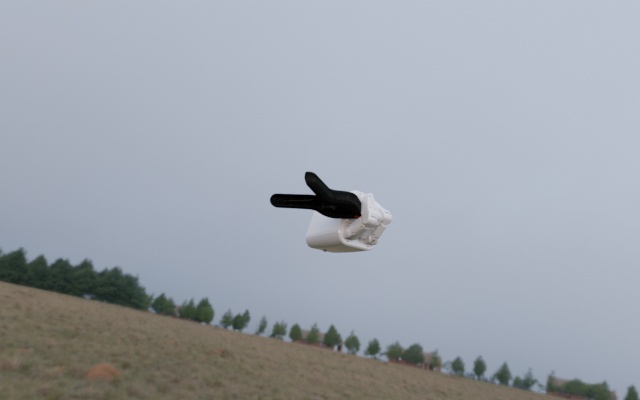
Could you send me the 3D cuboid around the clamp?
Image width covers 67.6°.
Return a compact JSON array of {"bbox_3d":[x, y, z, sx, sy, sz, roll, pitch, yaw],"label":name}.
[{"bbox_3d":[0.000,0.002,0.839,0.171,0.039,0.120,26,-29,-38],"label":"clamp"}]
